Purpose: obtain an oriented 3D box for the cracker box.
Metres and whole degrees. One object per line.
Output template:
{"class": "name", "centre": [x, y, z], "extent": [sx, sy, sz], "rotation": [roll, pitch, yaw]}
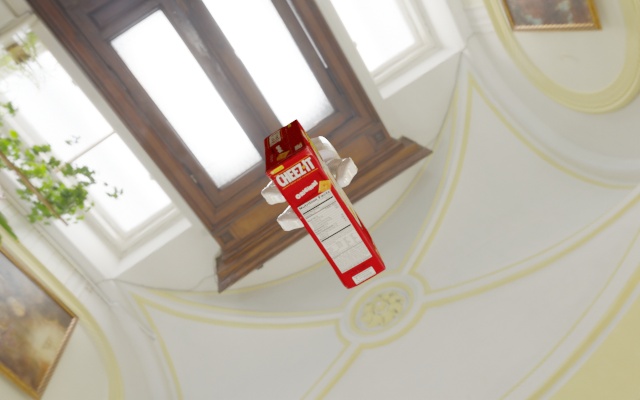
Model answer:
{"class": "cracker box", "centre": [0.000, 0.002, 0.698], "extent": [0.072, 0.214, 0.164], "rotation": [-32, 22, 5]}
